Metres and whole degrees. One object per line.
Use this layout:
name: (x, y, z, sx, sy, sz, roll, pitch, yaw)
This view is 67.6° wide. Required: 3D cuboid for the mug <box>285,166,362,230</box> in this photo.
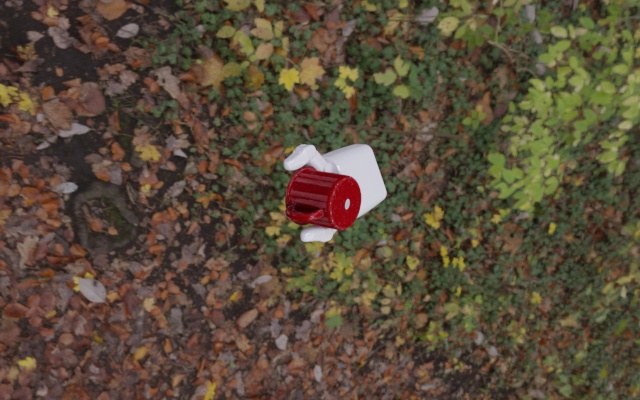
mug: (-0.001, 0.003, 0.706, 0.081, 0.093, 0.117, 11, 26, 39)
